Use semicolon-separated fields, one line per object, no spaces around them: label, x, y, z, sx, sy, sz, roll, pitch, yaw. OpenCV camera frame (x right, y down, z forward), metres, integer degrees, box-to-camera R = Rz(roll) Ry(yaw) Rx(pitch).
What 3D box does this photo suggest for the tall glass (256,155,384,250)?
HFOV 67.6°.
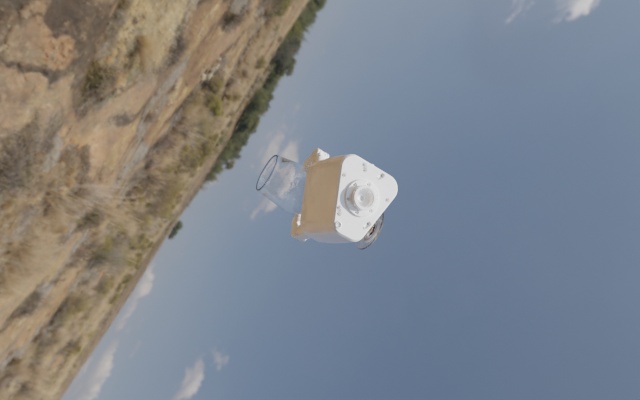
tall glass;0.001;0.003;0.756;0.201;0.079;0.079;29;-11;-20
